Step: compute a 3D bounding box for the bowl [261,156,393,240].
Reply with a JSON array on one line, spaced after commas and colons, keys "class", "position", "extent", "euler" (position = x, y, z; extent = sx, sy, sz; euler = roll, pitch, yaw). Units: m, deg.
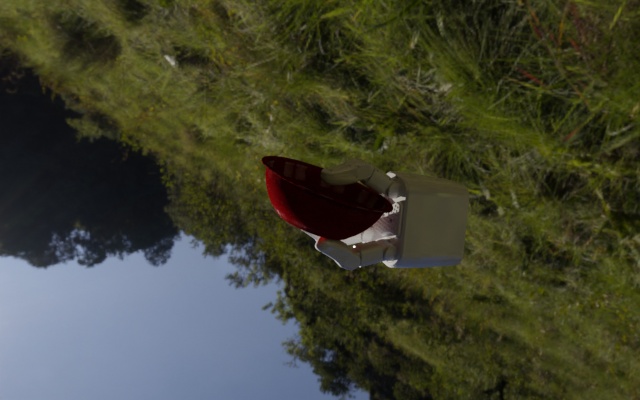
[{"class": "bowl", "position": [-0.001, 0.002, 0.557], "extent": [0.162, 0.055, 0.162], "euler": [21, 12, -5]}]
